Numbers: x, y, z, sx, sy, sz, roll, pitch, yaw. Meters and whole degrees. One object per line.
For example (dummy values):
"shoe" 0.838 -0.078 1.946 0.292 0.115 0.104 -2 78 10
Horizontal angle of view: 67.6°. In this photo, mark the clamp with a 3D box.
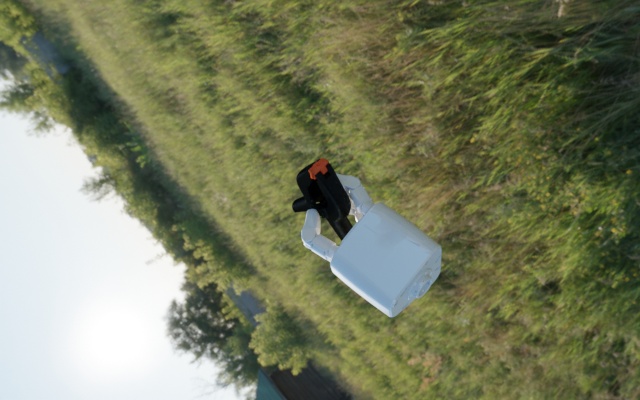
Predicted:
"clamp" 0.000 0.003 0.719 0.164 0.036 0.210 34 -22 30
